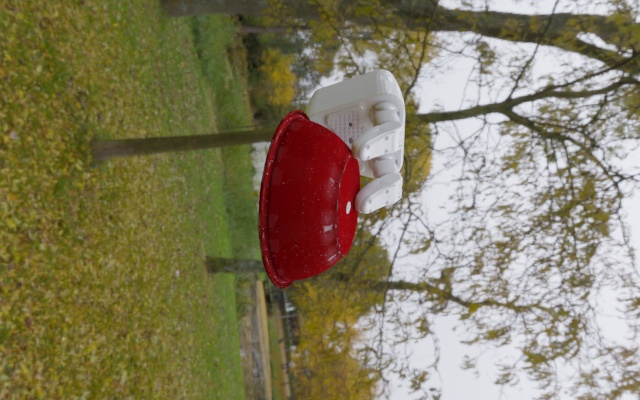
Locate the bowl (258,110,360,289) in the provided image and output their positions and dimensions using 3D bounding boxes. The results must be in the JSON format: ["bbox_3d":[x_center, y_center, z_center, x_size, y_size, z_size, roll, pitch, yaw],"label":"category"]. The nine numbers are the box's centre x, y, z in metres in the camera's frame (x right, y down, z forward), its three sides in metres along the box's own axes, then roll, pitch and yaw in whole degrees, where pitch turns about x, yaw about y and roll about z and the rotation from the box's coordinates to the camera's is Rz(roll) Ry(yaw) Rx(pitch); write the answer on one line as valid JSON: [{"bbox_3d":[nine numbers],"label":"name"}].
[{"bbox_3d":[0.000,0.002,0.429,0.055,0.162,0.162,6,1,16],"label":"bowl"}]
